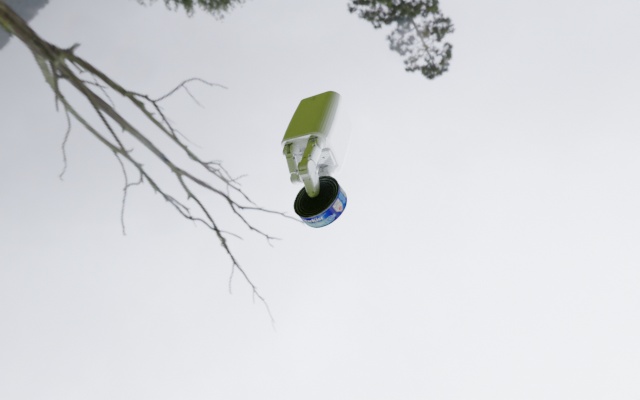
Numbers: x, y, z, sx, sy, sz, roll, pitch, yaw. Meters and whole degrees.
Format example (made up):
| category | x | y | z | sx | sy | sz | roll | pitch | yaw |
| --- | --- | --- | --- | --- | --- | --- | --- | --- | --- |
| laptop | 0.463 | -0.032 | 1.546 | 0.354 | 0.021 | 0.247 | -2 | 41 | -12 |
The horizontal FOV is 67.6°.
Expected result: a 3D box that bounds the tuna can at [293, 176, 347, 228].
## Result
| category | x | y | z | sx | sy | sz | roll | pitch | yaw |
| --- | --- | --- | --- | --- | --- | --- | --- | --- | --- |
| tuna can | 0.000 | 0.003 | 0.782 | 0.086 | 0.086 | 0.034 | 0 | -37 | 39 |
